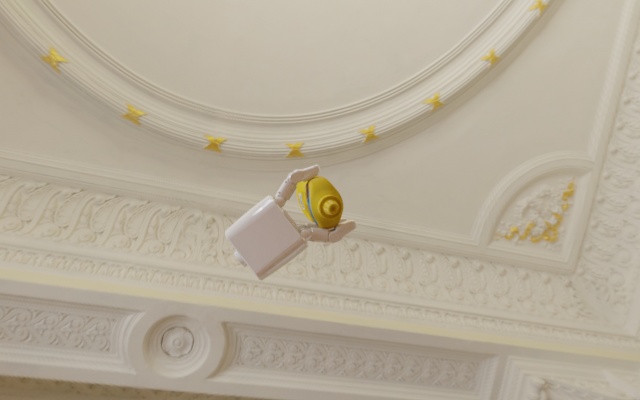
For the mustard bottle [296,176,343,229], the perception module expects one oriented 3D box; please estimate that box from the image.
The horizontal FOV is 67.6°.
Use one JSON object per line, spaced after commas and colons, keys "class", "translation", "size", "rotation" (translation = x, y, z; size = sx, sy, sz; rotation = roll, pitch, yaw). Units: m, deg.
{"class": "mustard bottle", "translation": [0.000, 0.003, 0.878], "size": [0.058, 0.096, 0.191], "rotation": [-14, 10, -10]}
